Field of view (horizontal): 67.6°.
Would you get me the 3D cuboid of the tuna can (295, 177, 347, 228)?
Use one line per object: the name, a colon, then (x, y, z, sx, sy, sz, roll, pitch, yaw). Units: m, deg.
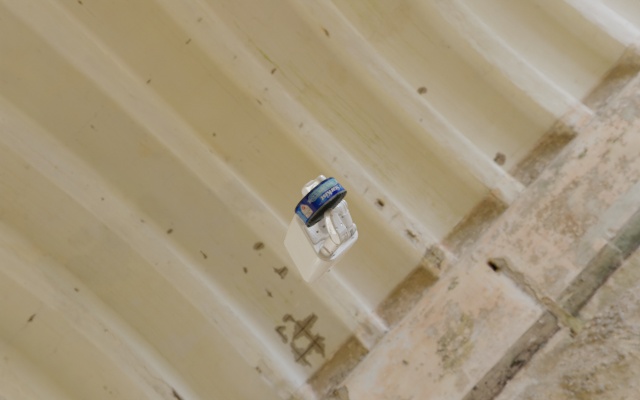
tuna can: (0.000, 0.002, 0.760, 0.086, 0.033, 0.086, -41, -11, -9)
